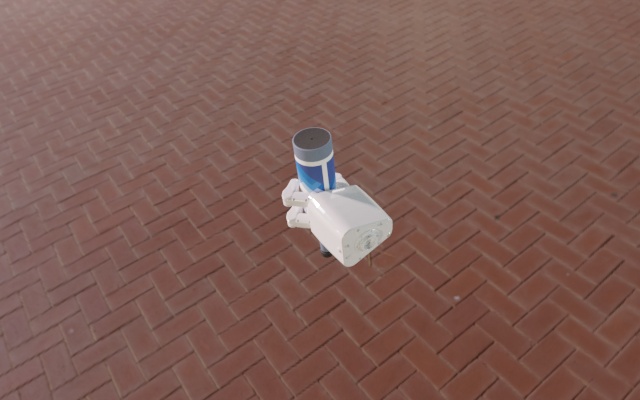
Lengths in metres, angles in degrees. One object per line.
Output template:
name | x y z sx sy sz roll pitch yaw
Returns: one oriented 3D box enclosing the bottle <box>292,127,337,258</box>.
bottle | 0.000 0.003 0.899 0.069 0.296 0.069 -4 43 4
